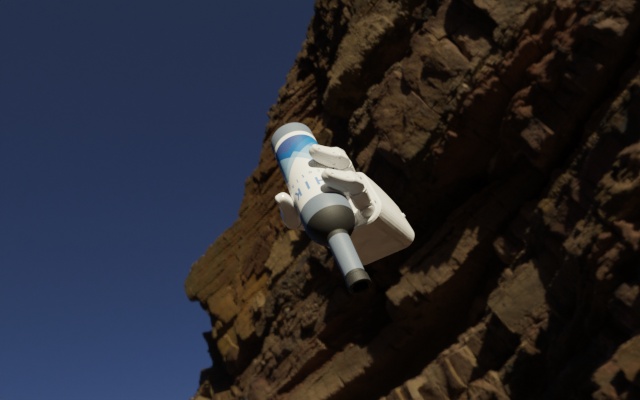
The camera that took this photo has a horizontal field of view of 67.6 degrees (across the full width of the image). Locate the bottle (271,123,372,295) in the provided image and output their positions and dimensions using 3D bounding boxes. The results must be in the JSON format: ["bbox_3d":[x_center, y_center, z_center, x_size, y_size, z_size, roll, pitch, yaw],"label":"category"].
[{"bbox_3d":[0.000,0.002,0.634,0.069,0.069,0.295,0,40,-23],"label":"bottle"}]
